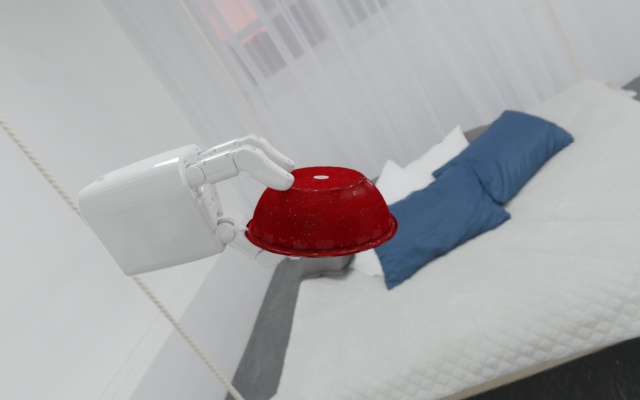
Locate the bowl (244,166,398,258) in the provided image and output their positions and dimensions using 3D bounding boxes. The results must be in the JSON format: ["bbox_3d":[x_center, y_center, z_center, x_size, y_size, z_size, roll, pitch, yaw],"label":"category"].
[{"bbox_3d":[0.001,0.001,0.497,0.162,0.055,0.162,-2,18,1],"label":"bowl"}]
